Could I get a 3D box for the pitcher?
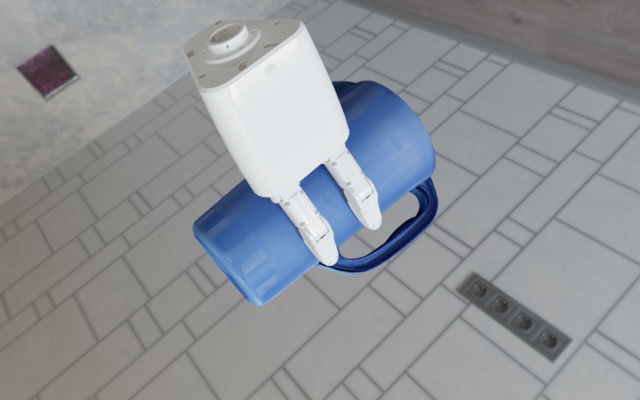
[{"bbox_3d":[0.000,0.001,0.501,0.243,0.145,0.149,-40,46,-15],"label":"pitcher"}]
